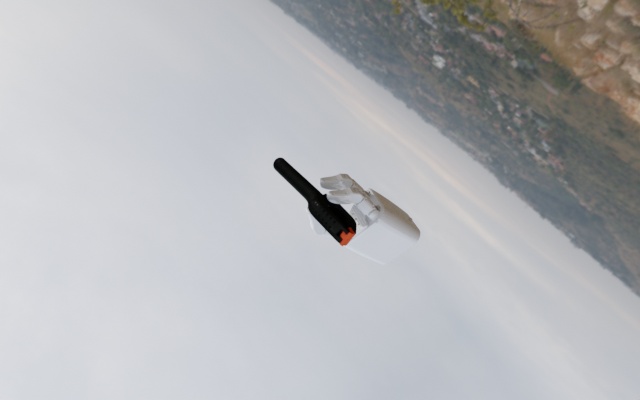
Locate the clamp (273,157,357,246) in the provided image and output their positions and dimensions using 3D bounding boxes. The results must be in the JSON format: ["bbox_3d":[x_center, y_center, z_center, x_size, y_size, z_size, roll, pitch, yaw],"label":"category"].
[{"bbox_3d":[0.000,0.004,0.826,0.164,0.036,0.210,29,18,-28],"label":"clamp"}]
